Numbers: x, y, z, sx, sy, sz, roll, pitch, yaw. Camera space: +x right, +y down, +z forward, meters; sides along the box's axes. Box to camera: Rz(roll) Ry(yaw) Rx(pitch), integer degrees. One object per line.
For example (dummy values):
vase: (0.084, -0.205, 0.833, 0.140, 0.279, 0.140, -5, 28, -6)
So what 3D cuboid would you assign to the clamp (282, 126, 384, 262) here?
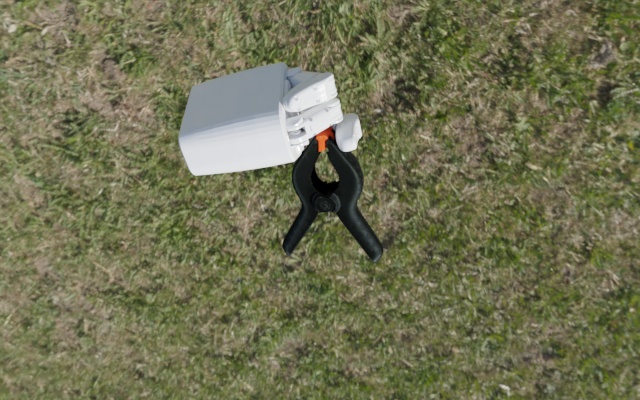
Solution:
clamp: (0.000, 0.002, 0.537, 0.120, 0.171, 0.039, -8, 27, 11)
